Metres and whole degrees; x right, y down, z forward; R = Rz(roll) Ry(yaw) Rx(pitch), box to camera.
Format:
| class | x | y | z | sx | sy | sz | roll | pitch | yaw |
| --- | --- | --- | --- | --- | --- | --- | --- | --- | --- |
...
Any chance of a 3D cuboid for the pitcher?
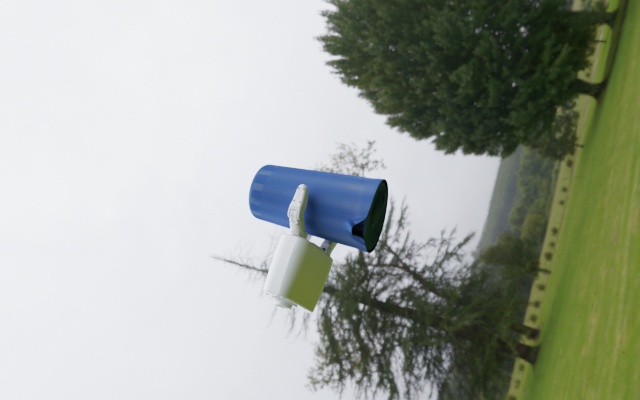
| class | x | y | z | sx | sy | sz | roll | pitch | yaw |
| --- | --- | --- | --- | --- | --- | --- | --- | --- | --- |
| pitcher | 0.000 | 0.003 | 0.886 | 0.243 | 0.145 | 0.149 | 12 | -22 | 20 |
